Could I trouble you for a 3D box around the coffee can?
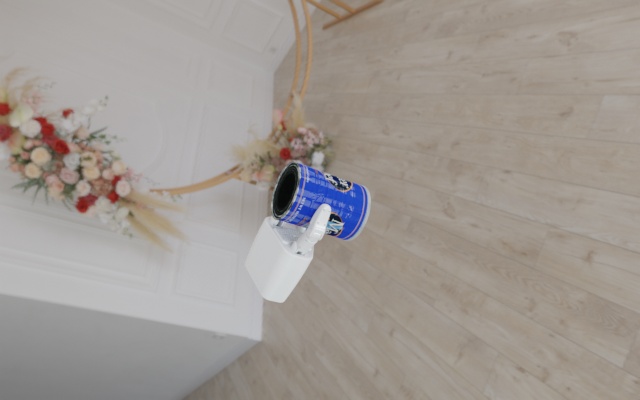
[{"bbox_3d":[0.000,0.003,0.817,0.140,0.103,0.103,18,-8,-25],"label":"coffee can"}]
